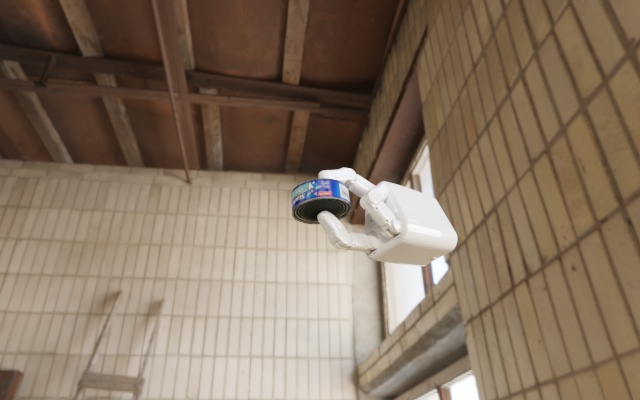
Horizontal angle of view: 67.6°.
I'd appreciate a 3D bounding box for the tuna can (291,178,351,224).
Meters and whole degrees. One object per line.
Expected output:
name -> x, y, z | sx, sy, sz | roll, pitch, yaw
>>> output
tuna can -> 0.000, 0.002, 0.691 | 0.086, 0.033, 0.086 | -5, -27, -3
